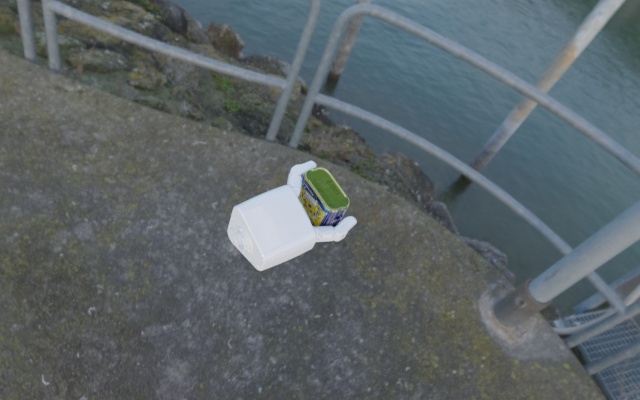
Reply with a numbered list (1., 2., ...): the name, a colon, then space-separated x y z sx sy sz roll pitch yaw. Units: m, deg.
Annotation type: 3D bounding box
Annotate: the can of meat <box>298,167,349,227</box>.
1. can of meat: 0.000 0.003 0.861 0.057 0.102 0.084 -20 -28 -32
